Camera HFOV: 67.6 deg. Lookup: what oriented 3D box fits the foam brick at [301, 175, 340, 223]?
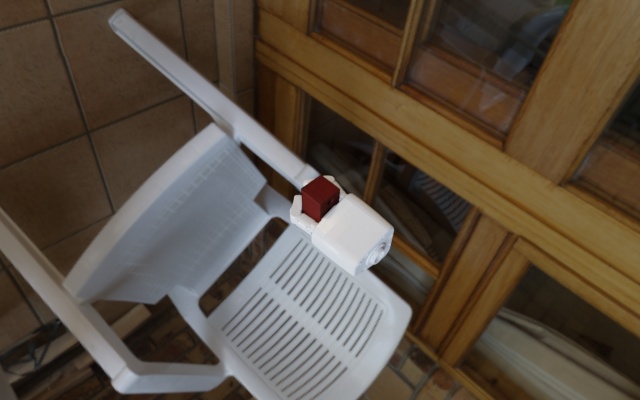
[{"bbox_3d":[0.000,0.003,0.882,0.053,0.078,0.051,-37,60,-26],"label":"foam brick"}]
